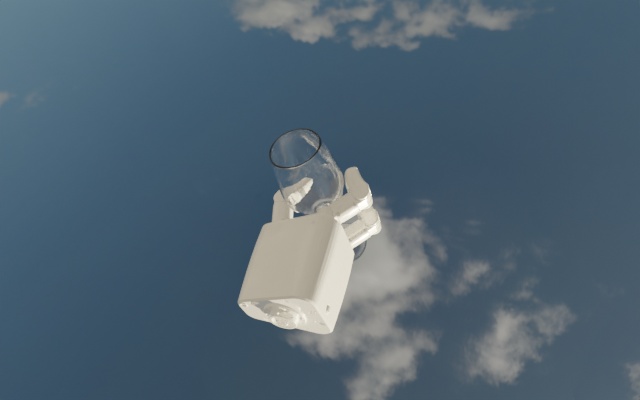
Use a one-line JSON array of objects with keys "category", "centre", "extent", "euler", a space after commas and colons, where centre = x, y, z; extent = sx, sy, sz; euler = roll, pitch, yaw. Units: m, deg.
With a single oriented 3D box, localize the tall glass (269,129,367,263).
[{"category": "tall glass", "centre": [0.000, 0.002, 0.606], "extent": [0.079, 0.079, 0.201], "euler": [0, -38, 22]}]
